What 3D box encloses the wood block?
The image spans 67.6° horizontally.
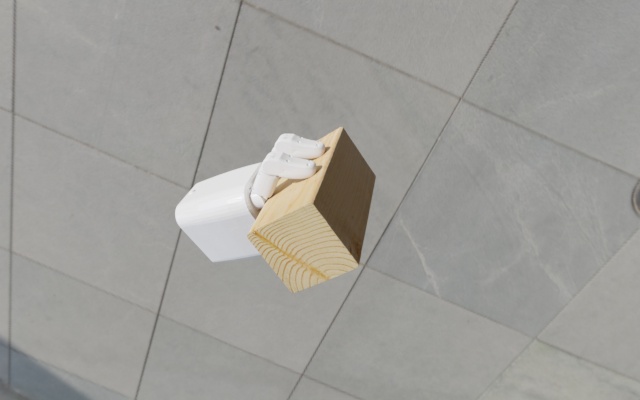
[{"bbox_3d":[0.000,0.002,0.583,0.090,0.091,0.206,-26,21,25],"label":"wood block"}]
